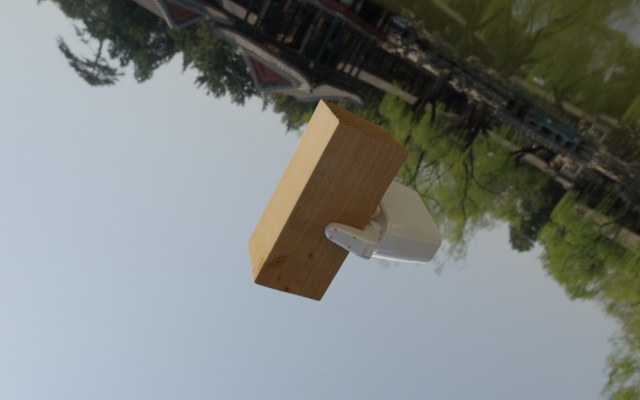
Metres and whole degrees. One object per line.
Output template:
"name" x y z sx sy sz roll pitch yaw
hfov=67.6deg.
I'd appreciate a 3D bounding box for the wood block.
"wood block" 0.000 0.002 0.556 0.090 0.206 0.090 21 20 -23
